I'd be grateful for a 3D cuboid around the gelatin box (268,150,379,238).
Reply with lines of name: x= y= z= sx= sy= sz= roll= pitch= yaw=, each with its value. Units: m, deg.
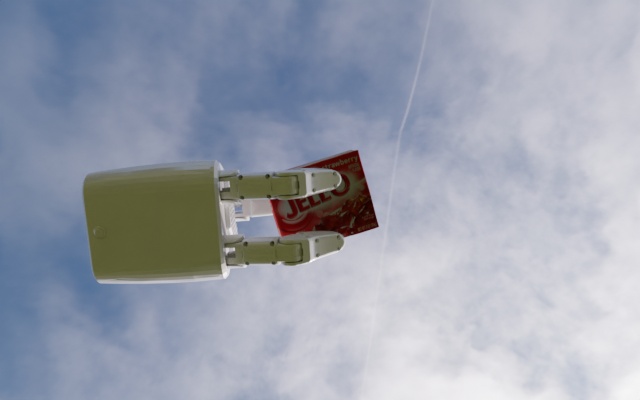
gelatin box: x=0.000 y=0.001 z=0.430 sx=0.089 sy=0.073 sz=0.030 roll=-17 pitch=9 yaw=-6
